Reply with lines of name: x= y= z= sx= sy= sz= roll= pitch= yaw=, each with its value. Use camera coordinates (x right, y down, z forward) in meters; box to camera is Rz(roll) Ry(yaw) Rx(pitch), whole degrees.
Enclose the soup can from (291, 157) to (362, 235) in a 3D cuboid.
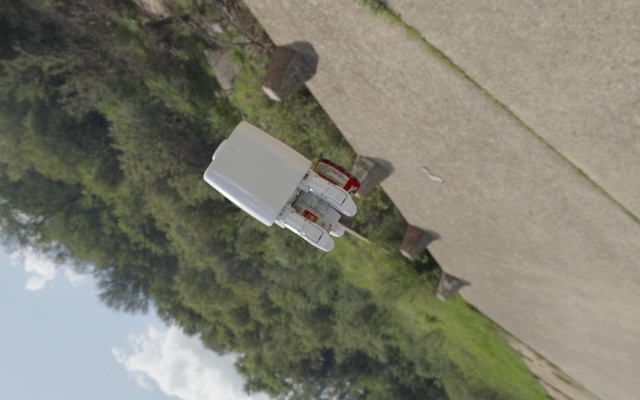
soup can: x=0.000 y=0.003 z=0.648 sx=0.068 sy=0.102 sz=0.068 roll=33 pitch=-7 yaw=5
